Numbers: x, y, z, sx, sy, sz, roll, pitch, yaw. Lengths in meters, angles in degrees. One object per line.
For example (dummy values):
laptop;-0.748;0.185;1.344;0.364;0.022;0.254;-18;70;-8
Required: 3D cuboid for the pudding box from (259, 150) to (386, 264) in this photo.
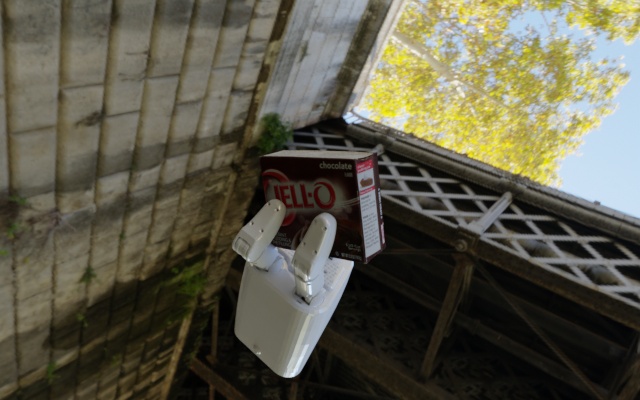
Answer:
pudding box;0.000;0.001;0.428;0.113;0.090;0.039;4;20;37
